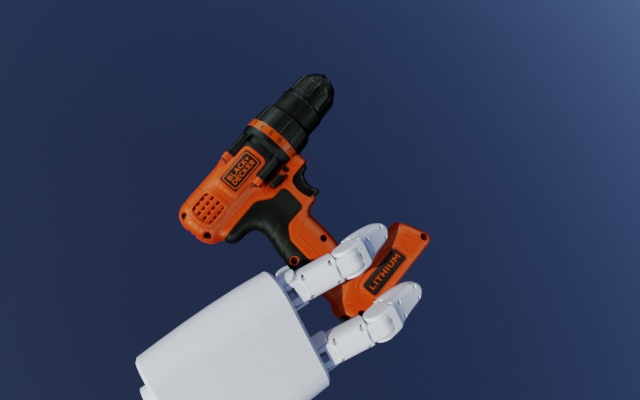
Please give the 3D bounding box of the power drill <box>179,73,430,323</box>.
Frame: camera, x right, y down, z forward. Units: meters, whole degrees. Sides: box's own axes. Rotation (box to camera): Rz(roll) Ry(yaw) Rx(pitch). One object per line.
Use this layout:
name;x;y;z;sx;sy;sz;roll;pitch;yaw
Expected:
power drill;0.000;0.002;0.422;0.187;0.184;0.057;39;-8;4
